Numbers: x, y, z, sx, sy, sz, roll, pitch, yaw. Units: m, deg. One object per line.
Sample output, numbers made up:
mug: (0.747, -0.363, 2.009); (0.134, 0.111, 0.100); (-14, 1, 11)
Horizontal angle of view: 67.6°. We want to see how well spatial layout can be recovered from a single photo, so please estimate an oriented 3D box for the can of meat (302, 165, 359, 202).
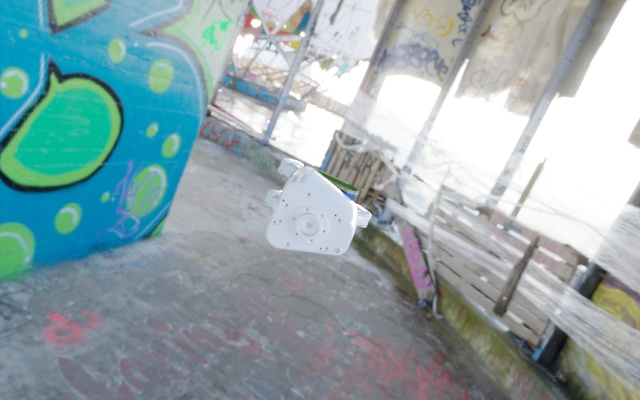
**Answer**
can of meat: (0.000, 0.002, 0.745); (0.102, 0.084, 0.057); (24, 13, 2)
